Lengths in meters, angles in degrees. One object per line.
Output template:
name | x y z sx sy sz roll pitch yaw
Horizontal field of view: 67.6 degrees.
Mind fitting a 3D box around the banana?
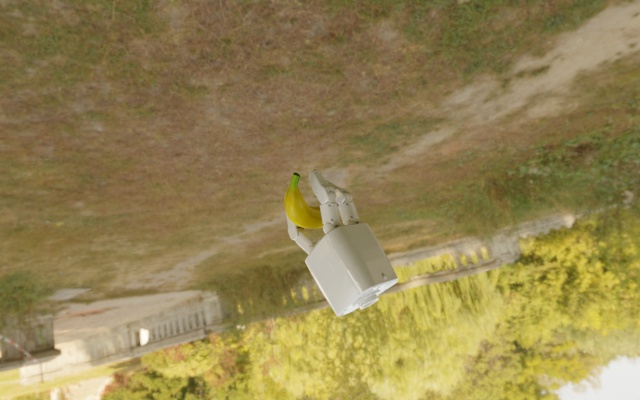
banana | -0.013 0.016 0.792 0.037 0.069 0.198 41 3 26
